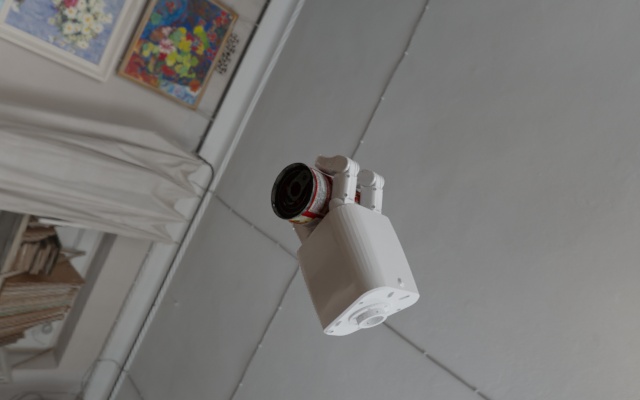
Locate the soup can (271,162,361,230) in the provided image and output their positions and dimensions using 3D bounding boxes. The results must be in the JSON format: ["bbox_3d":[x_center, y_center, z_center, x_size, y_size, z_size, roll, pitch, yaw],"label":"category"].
[{"bbox_3d":[0.000,0.002,0.578,0.068,0.068,0.102,0,-15,43],"label":"soup can"}]
